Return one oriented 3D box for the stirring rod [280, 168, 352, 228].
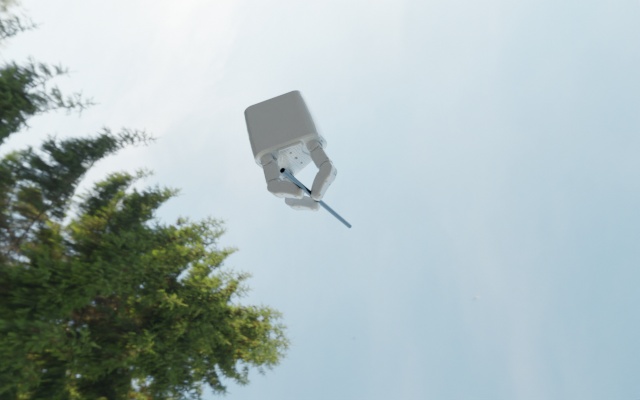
[{"bbox_3d":[0.000,0.002,0.747,0.011,0.011,0.240,0,-21,27],"label":"stirring rod"}]
